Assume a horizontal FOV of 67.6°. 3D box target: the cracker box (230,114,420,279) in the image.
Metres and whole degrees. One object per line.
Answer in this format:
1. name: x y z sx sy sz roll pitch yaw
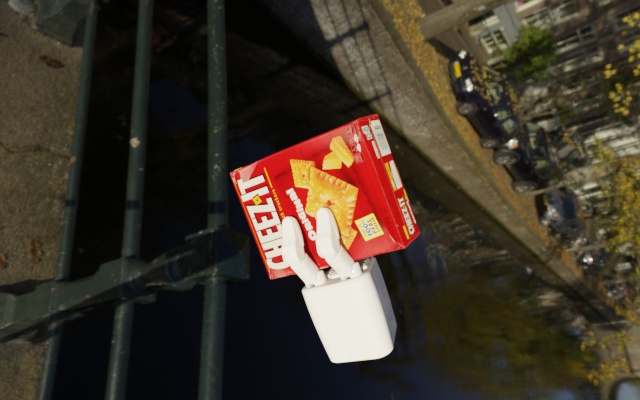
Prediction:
1. cracker box: 0.000 0.002 0.630 0.214 0.164 0.072 -18 4 32
